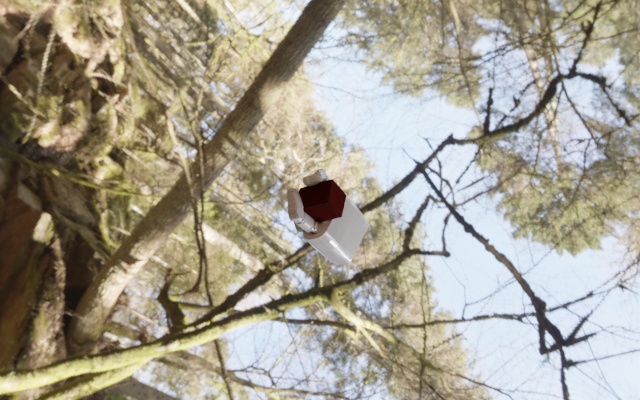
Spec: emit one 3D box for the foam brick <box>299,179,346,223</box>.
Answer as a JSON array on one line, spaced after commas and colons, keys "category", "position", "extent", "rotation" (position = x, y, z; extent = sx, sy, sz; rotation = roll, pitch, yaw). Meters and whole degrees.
[{"category": "foam brick", "position": [0.000, 0.003, 0.876], "extent": [0.078, 0.053, 0.051], "rotation": [-14, -44, 35]}]
